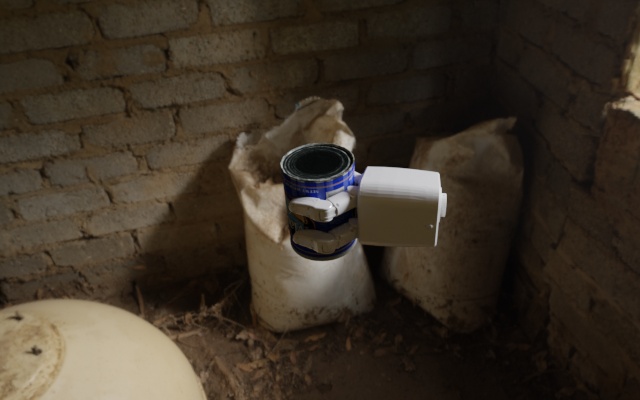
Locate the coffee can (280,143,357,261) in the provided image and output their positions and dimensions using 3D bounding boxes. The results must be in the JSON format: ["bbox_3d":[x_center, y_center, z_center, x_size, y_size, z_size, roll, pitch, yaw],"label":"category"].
[{"bbox_3d":[0.000,0.002,0.693,0.103,0.140,0.102,-3,35,2],"label":"coffee can"}]
